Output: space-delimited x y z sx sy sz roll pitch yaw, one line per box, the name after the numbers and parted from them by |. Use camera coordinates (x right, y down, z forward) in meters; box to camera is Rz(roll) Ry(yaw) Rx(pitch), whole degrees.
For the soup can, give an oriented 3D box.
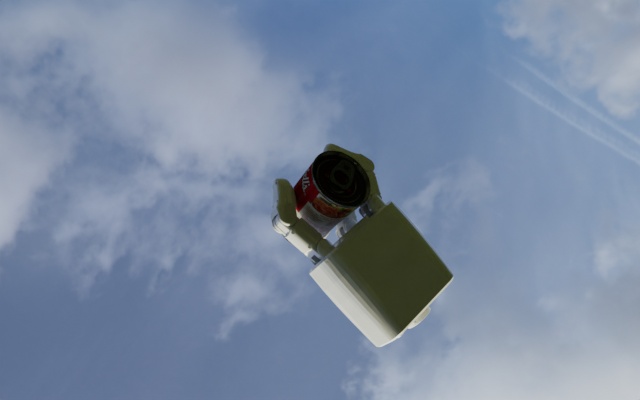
0.000 0.002 0.524 0.068 0.068 0.102 0 -29 -30 | soup can
